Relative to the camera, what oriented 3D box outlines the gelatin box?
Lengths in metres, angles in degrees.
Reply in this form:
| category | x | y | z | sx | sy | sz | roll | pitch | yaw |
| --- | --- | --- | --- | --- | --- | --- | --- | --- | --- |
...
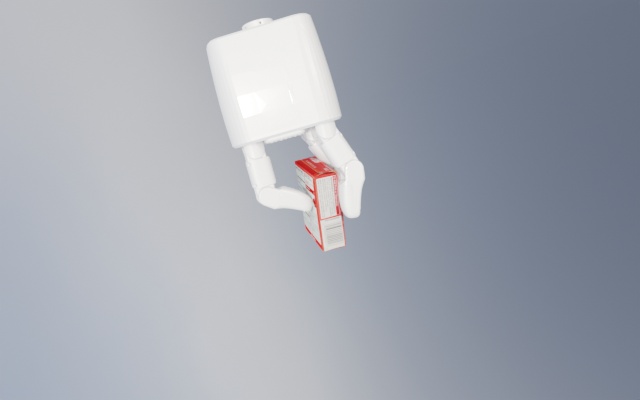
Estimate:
| category | x | y | z | sx | sy | sz | roll | pitch | yaw |
| --- | --- | --- | --- | --- | --- | --- | --- | --- | --- |
| gelatin box | 0.000 | 0.002 | 0.533 | 0.030 | 0.089 | 0.073 | -13 | 21 | -14 |
